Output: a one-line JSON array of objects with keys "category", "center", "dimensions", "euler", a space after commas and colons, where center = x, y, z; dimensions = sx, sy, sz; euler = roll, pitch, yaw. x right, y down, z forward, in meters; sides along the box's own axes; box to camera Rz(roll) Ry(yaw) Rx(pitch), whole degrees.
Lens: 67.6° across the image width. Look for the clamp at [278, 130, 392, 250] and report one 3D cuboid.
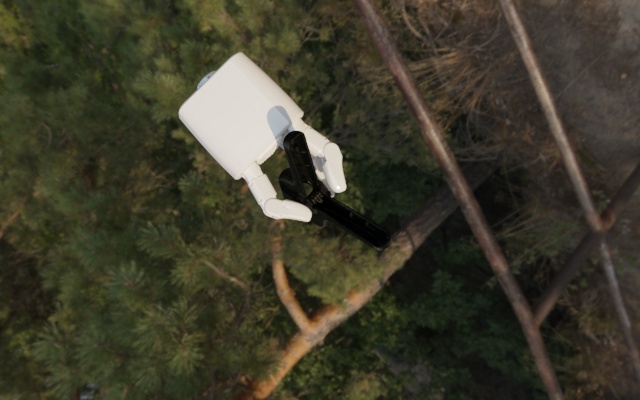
[{"category": "clamp", "center": [-0.001, 0.002, 0.596], "dimensions": [0.036, 0.164, 0.210], "euler": [-44, 4, -15]}]
